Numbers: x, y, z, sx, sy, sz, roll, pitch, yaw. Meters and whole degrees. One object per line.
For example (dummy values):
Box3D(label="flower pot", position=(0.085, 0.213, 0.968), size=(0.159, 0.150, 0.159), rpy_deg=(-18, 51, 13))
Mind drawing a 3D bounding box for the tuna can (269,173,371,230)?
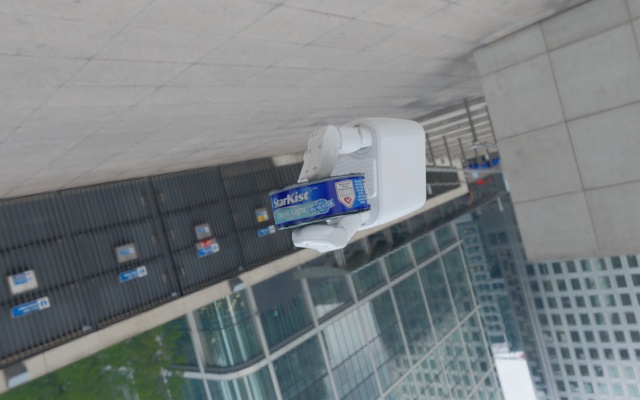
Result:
Box3D(label="tuna can", position=(0.000, 0.002, 0.417), size=(0.086, 0.034, 0.086), rpy_deg=(-12, -3, -1))
